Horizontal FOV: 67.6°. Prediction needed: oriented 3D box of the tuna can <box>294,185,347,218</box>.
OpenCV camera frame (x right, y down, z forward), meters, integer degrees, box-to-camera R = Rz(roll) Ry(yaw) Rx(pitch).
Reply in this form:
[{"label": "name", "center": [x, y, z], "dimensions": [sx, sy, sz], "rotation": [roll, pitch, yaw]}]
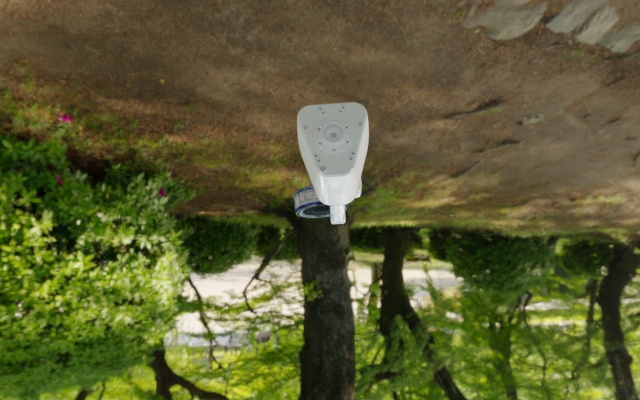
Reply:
[{"label": "tuna can", "center": [0.000, 0.003, 0.776], "dimensions": [0.086, 0.033, 0.086], "rotation": [-5, -16, -2]}]
